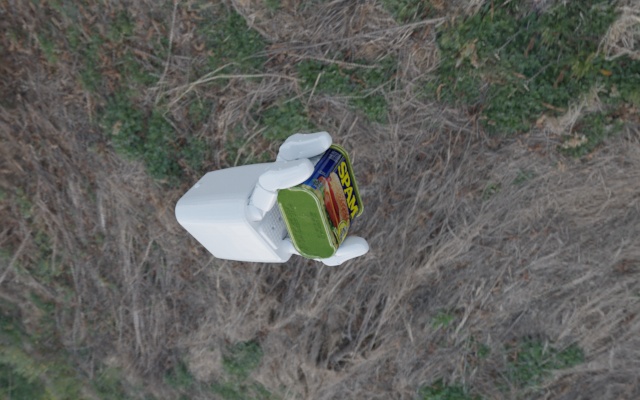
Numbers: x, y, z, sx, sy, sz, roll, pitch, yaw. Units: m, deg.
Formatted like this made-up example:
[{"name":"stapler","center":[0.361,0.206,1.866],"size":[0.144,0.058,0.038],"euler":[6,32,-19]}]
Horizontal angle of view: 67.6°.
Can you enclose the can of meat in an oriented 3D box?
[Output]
[{"name":"can of meat","center":[0.000,0.002,0.525],"size":[0.057,0.102,0.084],"euler":[1,36,28]}]
